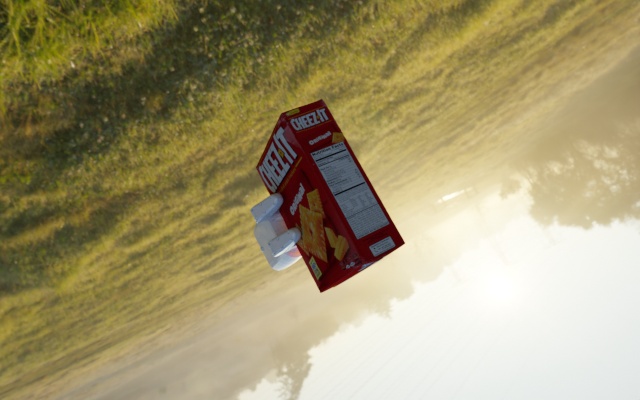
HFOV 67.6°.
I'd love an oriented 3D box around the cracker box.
[{"bbox_3d":[0.000,0.002,0.641,0.072,0.213,0.164,-24,-12,-27],"label":"cracker box"}]
